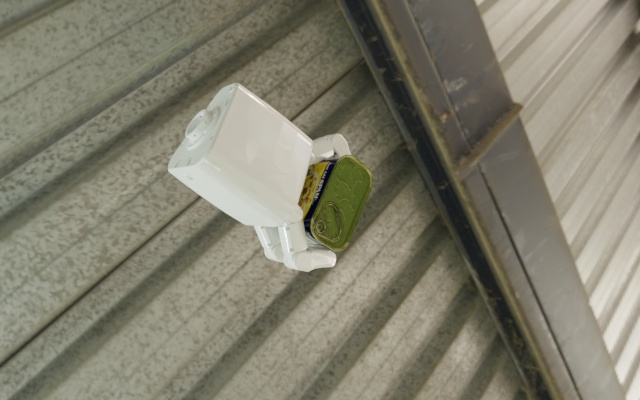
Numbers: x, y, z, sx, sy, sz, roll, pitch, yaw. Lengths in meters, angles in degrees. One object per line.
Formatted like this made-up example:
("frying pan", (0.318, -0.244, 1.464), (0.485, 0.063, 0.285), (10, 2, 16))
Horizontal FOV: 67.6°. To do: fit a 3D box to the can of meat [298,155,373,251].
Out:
("can of meat", (0.000, 0.002, 0.541), (0.057, 0.102, 0.084), (35, -20, -33))
